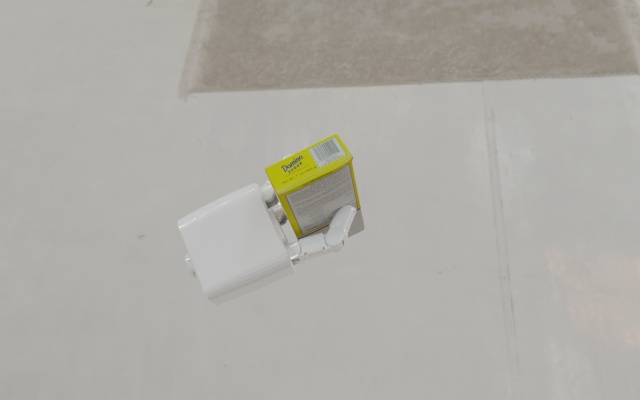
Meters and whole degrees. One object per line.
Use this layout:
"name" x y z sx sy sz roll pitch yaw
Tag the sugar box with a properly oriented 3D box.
"sugar box" 0.000 0.002 0.591 0.093 0.048 0.176 -26 -28 -6
